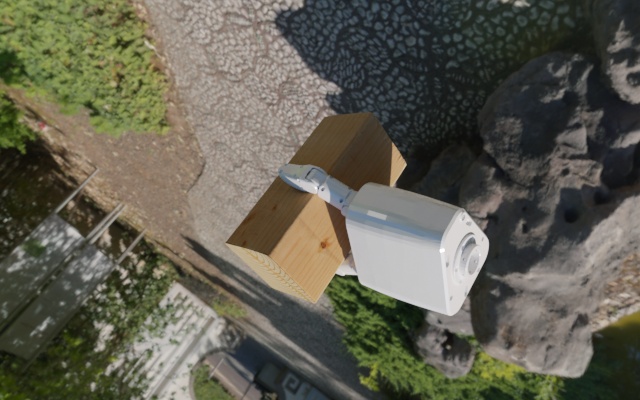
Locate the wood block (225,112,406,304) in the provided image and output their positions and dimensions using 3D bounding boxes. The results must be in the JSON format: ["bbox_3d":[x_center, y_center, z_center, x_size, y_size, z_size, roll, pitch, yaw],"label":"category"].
[{"bbox_3d":[0.000,0.002,0.559,0.090,0.206,0.091,7,-36,50],"label":"wood block"}]
